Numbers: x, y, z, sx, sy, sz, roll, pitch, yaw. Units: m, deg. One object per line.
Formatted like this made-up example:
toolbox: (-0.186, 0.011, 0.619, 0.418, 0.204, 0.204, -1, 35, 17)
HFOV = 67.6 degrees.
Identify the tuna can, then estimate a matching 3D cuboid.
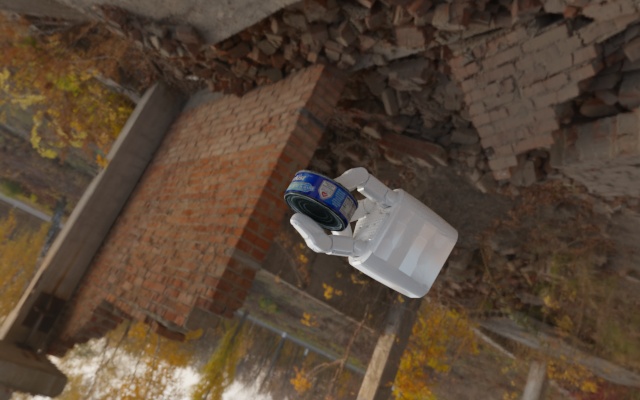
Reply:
tuna can: (0.000, 0.002, 0.573, 0.086, 0.033, 0.086, 26, -20, 10)
